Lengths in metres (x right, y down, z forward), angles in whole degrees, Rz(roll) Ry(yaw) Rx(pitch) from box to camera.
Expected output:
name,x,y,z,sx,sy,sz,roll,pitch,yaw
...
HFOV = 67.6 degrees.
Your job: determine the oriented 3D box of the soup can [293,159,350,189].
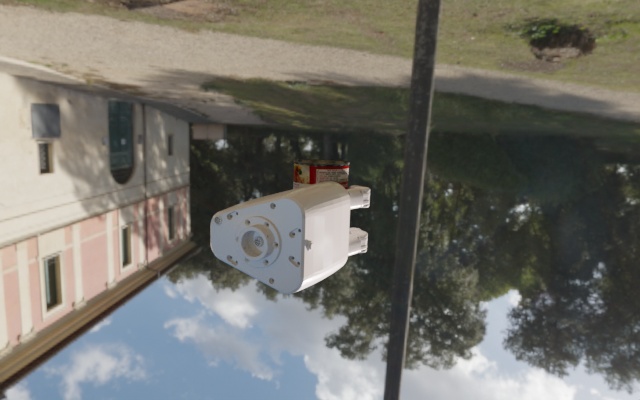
name,x,y,z,sx,sy,sz,roll,pitch,yaw
soup can,0.000,0.002,0.591,0.068,0.102,0.068,2,9,0
